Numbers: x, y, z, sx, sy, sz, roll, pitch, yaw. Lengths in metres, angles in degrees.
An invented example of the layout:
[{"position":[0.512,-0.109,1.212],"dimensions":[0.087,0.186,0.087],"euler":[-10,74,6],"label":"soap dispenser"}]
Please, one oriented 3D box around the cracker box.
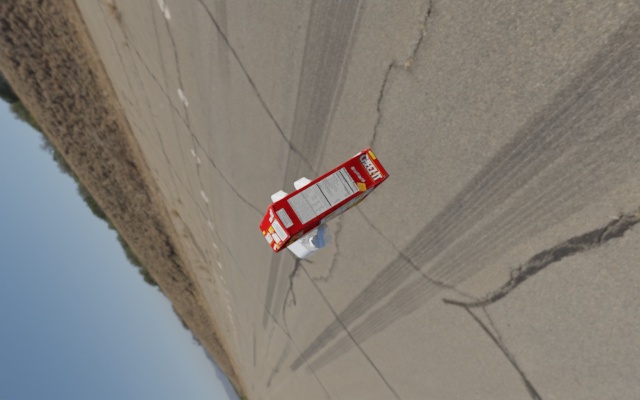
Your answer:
[{"position":[0.000,0.003,0.874],"dimensions":[0.213,0.072,0.164],"euler":[-31,-6,-19],"label":"cracker box"}]
